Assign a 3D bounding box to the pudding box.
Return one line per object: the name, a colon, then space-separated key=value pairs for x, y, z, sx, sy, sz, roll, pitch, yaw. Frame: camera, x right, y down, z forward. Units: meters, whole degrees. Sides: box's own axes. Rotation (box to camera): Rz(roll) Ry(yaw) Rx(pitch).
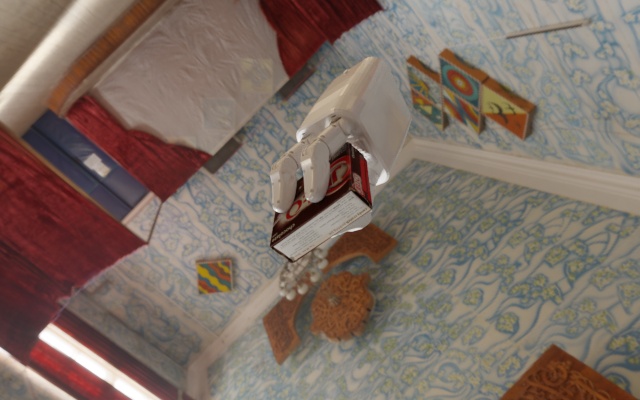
pudding box: x=0.000 y=0.002 z=0.504 sx=0.113 sy=0.039 sz=0.090 roll=-39 pitch=26 yaw=25
